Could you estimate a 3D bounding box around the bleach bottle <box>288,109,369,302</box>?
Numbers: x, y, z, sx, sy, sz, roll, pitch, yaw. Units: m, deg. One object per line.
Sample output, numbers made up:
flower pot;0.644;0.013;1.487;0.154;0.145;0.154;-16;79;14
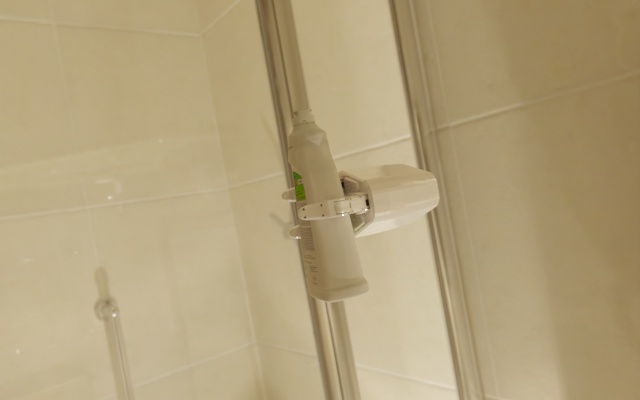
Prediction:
bleach bottle;0.000;0.002;0.640;0.068;0.251;0.102;-10;0;-20
